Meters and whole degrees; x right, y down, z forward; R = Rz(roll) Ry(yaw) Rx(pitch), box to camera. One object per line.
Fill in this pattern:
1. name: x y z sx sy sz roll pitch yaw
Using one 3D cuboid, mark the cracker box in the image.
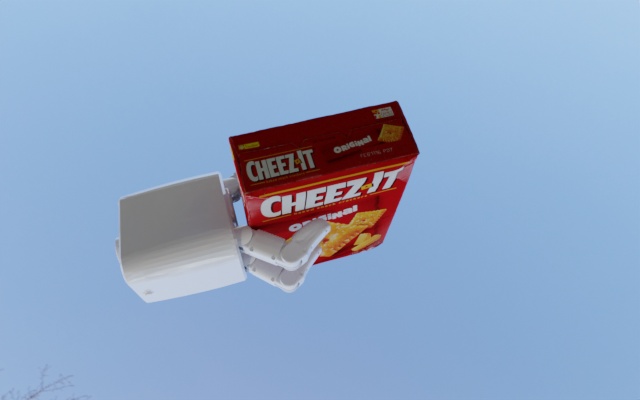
1. cracker box: 0.000 0.002 0.514 0.164 0.072 0.214 -14 -26 -10
